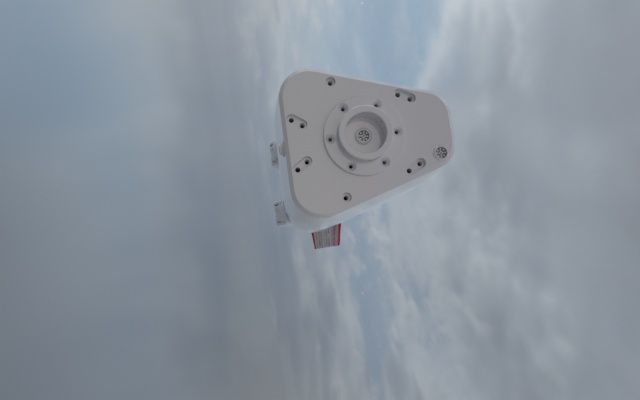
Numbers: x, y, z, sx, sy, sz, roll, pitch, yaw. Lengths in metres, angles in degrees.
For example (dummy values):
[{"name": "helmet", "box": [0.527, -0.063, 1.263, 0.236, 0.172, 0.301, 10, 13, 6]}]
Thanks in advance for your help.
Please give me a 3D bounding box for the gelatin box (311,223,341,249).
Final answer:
[{"name": "gelatin box", "box": [0.001, 0.002, 0.467, 0.030, 0.073, 0.089, -9, -19, 0]}]
